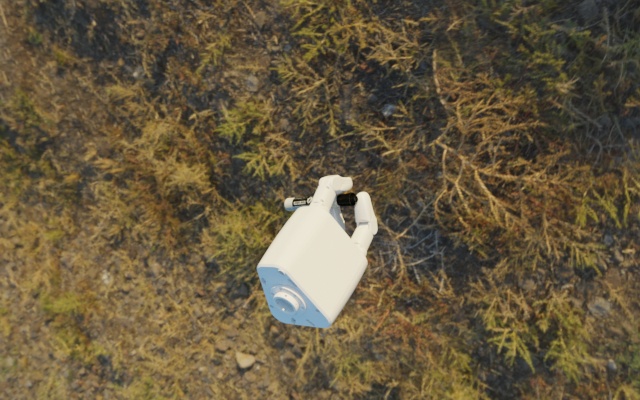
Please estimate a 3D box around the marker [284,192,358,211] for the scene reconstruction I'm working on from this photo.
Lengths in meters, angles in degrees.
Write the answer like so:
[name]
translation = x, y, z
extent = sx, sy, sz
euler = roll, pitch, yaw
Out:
[marker]
translation = 0.000, 0.002, 0.676
extent = 0.121, 0.020, 0.020
euler = -5, -3, 37
